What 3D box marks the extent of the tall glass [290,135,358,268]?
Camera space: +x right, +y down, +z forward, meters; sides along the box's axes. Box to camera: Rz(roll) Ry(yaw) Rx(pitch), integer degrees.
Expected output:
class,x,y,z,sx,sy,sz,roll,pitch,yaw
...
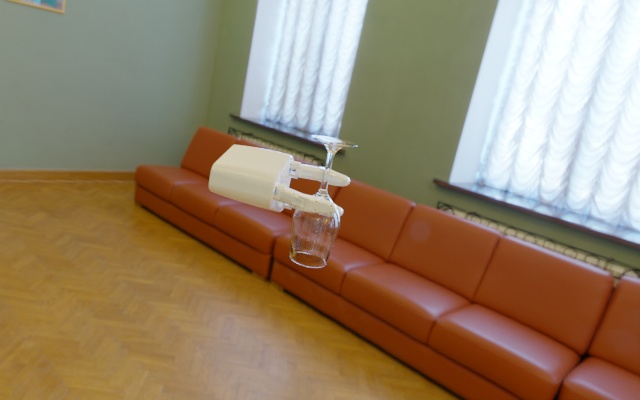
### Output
class,x,y,z,sx,sy,sz,roll,pitch,yaw
tall glass,0.000,0.002,0.756,0.079,0.201,0.079,11,13,-3
